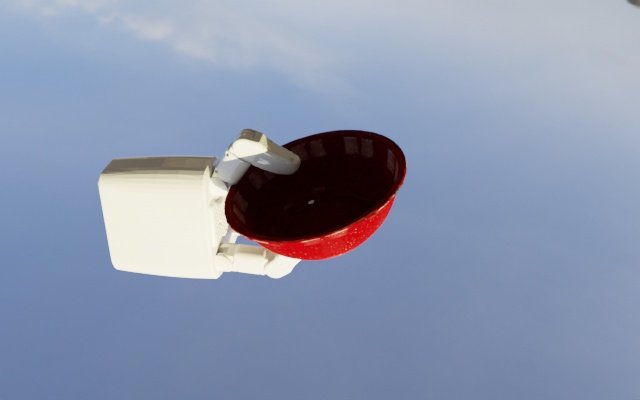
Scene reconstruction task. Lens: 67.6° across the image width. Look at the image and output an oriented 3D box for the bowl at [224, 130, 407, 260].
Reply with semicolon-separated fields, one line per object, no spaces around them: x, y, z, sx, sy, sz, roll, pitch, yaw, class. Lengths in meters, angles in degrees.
0.001;0.002;0.423;0.162;0.055;0.162;-13;35;9;bowl
